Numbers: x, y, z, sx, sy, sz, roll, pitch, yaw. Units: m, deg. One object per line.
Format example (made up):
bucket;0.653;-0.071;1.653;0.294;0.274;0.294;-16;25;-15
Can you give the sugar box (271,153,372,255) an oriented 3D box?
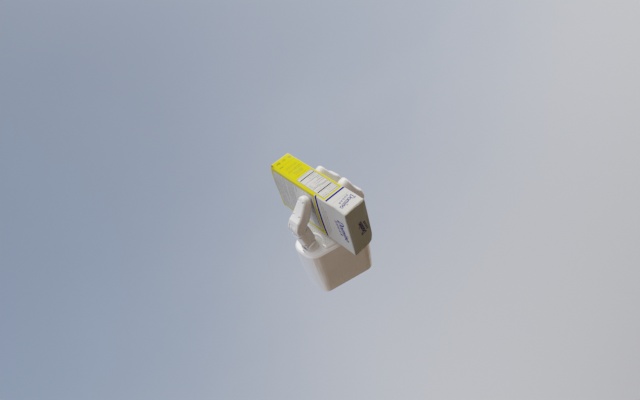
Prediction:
sugar box;0.000;0.002;0.733;0.048;0.093;0.176;-41;49;-22
